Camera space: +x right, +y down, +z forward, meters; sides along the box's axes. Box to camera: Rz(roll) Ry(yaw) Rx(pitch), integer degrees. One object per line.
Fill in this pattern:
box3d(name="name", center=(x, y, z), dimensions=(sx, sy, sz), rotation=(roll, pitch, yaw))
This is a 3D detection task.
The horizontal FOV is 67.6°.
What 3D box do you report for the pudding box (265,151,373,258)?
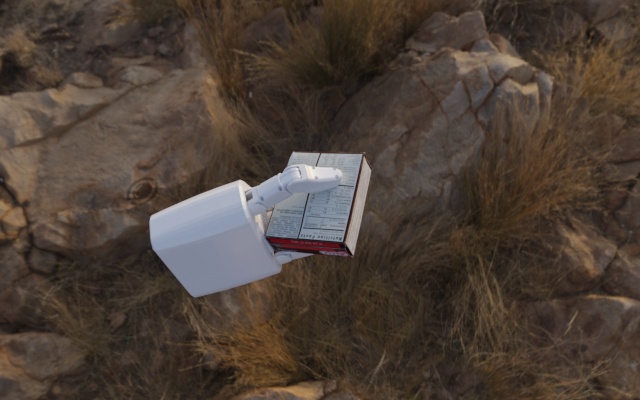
box3d(name="pudding box", center=(0.000, 0.002, 0.510), dimensions=(0.090, 0.113, 0.039), rotation=(4, -27, 21))
